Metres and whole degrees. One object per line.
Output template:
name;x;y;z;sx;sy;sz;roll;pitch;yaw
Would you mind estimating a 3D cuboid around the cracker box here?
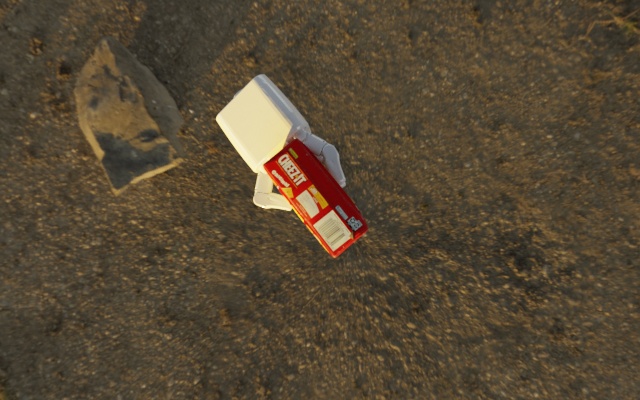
cracker box;0.000;0.003;0.751;0.072;0.164;0.214;-39;-6;0
